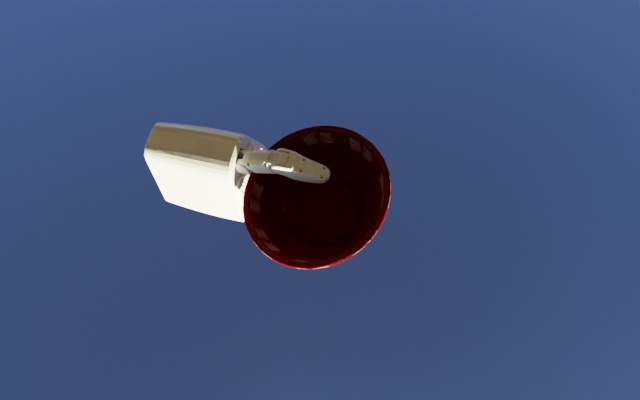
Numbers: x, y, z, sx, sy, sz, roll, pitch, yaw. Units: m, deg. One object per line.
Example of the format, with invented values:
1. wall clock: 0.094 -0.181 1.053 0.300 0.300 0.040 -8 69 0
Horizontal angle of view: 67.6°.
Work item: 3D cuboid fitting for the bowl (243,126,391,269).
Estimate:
1. bowl: 0.001 0.002 0.519 0.162 0.162 0.055 0 -22 18
